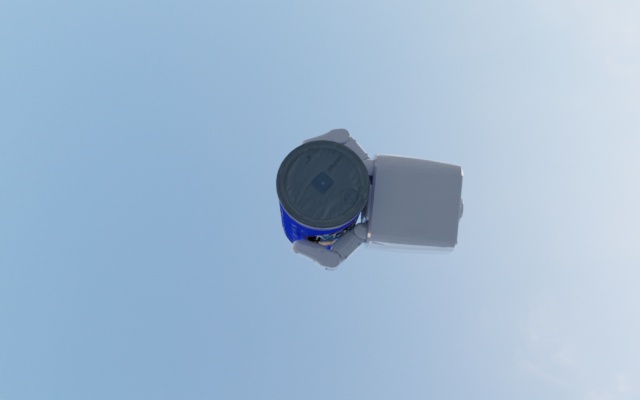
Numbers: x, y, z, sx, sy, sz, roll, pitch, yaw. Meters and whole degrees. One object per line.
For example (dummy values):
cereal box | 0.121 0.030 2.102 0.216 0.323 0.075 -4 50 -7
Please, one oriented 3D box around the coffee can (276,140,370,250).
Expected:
coffee can | 0.000 0.002 0.584 0.103 0.102 0.140 0 -18 -2
